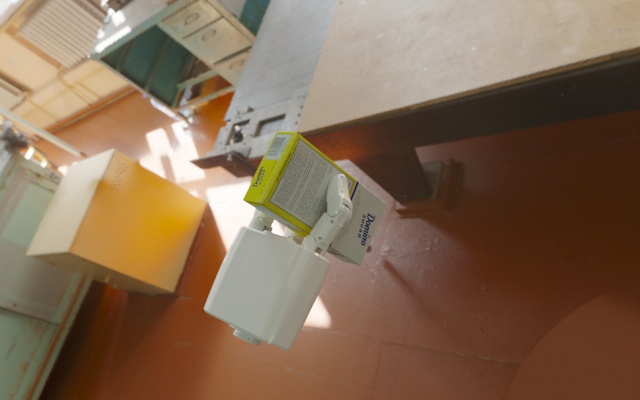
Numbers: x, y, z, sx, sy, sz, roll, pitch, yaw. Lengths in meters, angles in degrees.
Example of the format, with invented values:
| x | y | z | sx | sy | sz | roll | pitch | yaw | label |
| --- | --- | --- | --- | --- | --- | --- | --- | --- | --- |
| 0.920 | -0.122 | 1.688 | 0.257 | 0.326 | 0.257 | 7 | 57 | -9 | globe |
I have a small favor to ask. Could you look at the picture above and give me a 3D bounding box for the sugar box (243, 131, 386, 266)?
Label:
| x | y | z | sx | sy | sz | roll | pitch | yaw | label |
| --- | --- | --- | --- | --- | --- | --- | --- | --- | --- |
| 0.000 | 0.002 | 0.576 | 0.048 | 0.093 | 0.176 | 11 | -20 | 47 | sugar box |
